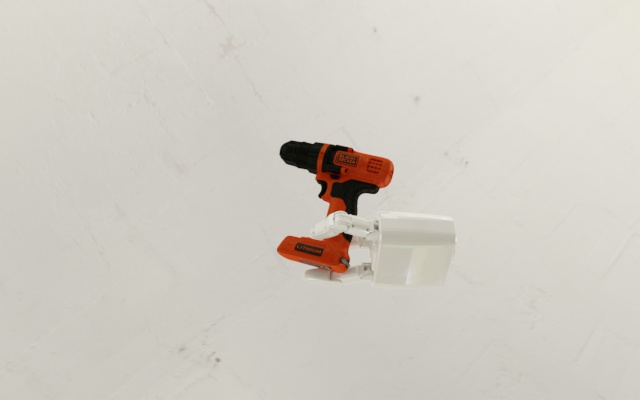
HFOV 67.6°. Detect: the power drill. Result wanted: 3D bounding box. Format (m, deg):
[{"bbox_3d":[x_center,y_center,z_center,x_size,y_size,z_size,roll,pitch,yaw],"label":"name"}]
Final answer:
[{"bbox_3d":[0.000,0.003,0.714,0.184,0.187,0.057,13,-14,20],"label":"power drill"}]
